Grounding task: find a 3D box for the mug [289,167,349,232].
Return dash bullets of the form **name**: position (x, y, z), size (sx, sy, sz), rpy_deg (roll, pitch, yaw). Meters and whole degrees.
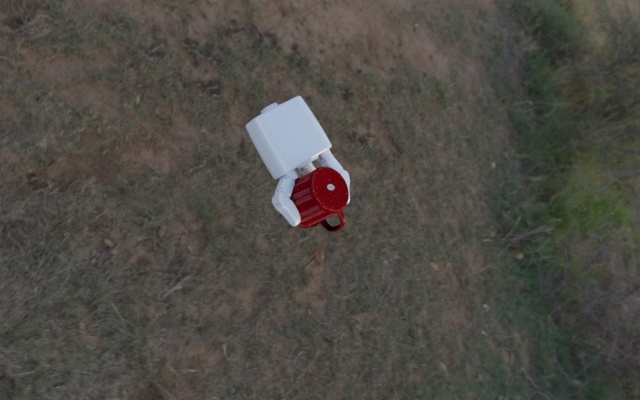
- **mug**: position (0.001, 0.004, 0.811), size (0.081, 0.117, 0.093), rpy_deg (-26, 8, 48)
